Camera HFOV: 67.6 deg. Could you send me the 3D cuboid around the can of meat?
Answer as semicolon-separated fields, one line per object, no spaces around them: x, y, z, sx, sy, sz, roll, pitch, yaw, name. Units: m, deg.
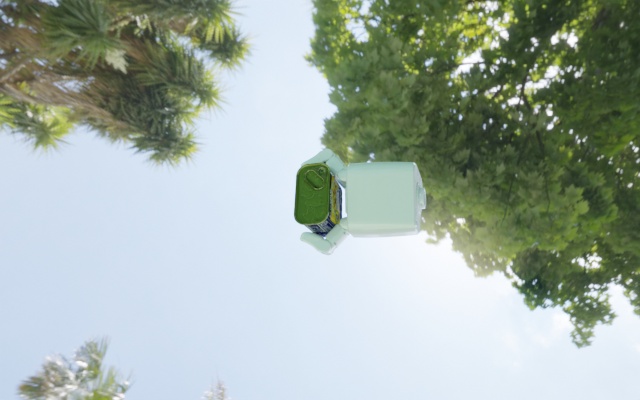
0.000;0.003;0.773;0.057;0.102;0.084;-5;-22;18;can of meat
